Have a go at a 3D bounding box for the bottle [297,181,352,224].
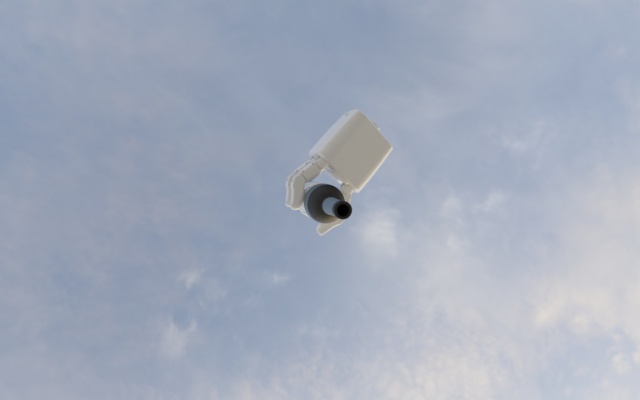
[{"bbox_3d":[0.000,0.003,0.833,0.069,0.069,0.295,0,5,-13],"label":"bottle"}]
